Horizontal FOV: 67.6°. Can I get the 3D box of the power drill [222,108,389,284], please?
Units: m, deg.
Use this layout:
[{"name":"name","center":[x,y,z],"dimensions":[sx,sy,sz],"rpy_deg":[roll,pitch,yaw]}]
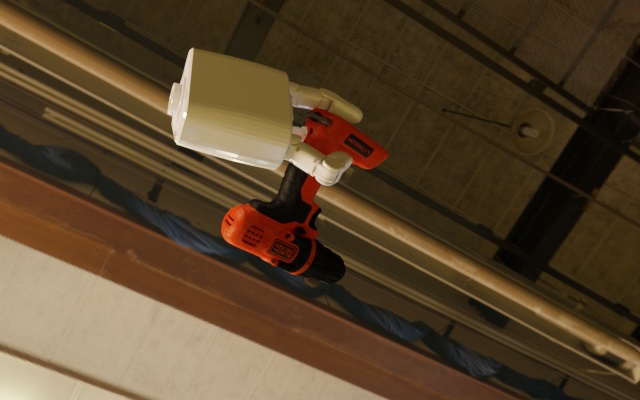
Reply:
[{"name":"power drill","center":[0.000,0.001,0.567],"dimensions":[0.184,0.187,0.057],"rpy_deg":[30,2,-39]}]
